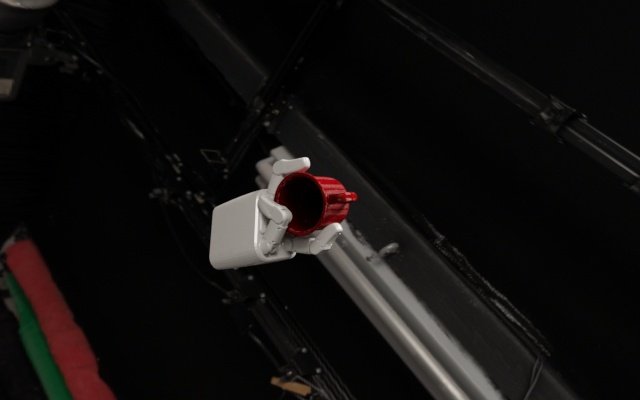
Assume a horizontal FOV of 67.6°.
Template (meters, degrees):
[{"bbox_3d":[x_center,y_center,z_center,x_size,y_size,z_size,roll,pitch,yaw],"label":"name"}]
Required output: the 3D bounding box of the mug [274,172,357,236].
[{"bbox_3d":[0.001,0.002,0.714,0.117,0.093,0.081,-13,-6,32],"label":"mug"}]
